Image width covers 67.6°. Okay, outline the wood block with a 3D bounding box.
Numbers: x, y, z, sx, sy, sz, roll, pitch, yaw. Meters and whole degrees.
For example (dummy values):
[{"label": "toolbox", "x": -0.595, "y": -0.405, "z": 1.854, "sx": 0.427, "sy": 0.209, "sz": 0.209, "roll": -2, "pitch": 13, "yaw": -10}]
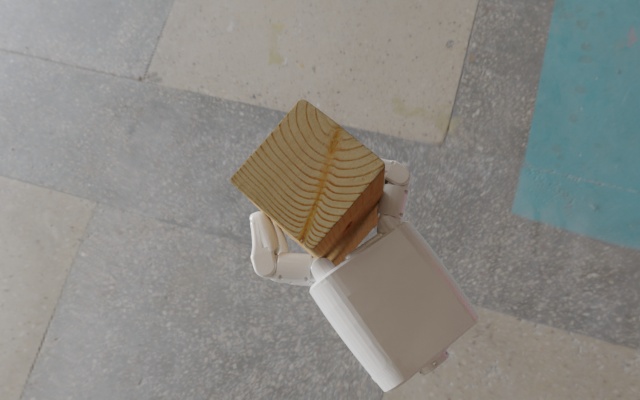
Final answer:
[{"label": "wood block", "x": 0.001, "y": 0.002, "z": 0.465, "sx": 0.090, "sy": 0.091, "sz": 0.206, "roll": 40, "pitch": -7, "yaw": 13}]
